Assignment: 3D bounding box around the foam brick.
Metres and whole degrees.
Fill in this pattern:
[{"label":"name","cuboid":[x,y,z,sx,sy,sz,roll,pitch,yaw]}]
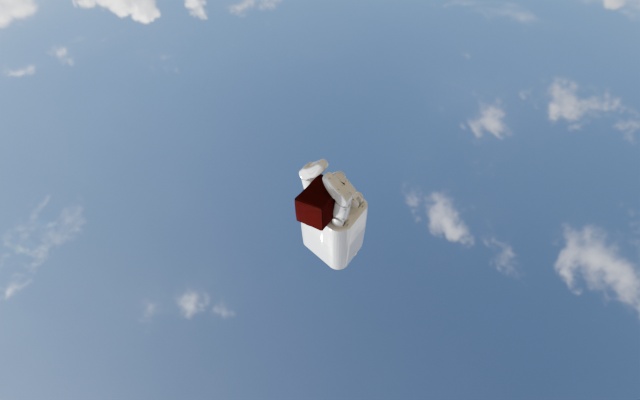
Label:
[{"label":"foam brick","cuboid":[0.000,0.003,0.790,0.053,0.051,0.078,22,46,23]}]
